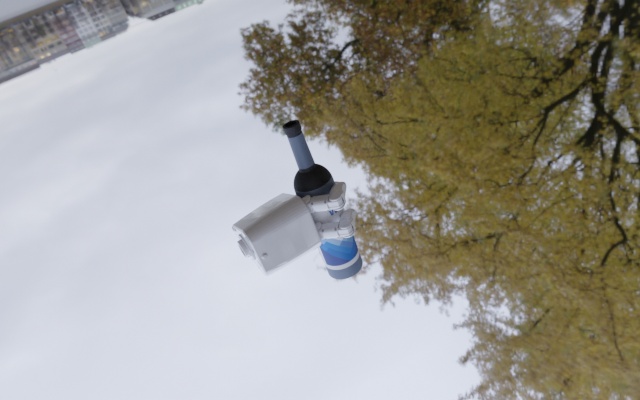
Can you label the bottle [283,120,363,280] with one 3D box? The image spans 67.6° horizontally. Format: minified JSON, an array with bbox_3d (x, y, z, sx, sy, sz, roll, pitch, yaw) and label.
[{"bbox_3d":[0.000,0.003,0.799,0.069,0.296,0.069,-15,31,9],"label":"bottle"}]
